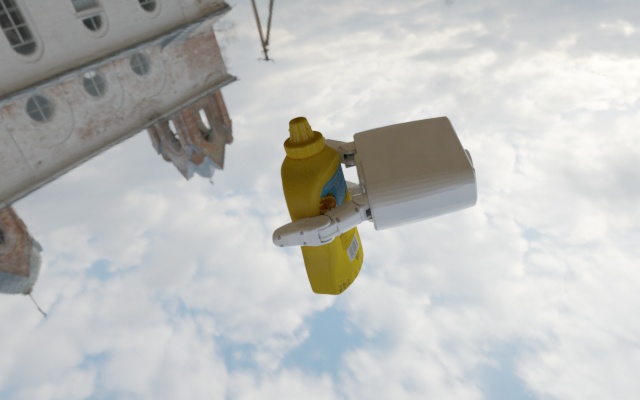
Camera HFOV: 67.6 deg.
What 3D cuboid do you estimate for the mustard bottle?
[{"bbox_3d":[0.000,0.002,0.512,0.058,0.192,0.096,0,33,25],"label":"mustard bottle"}]
